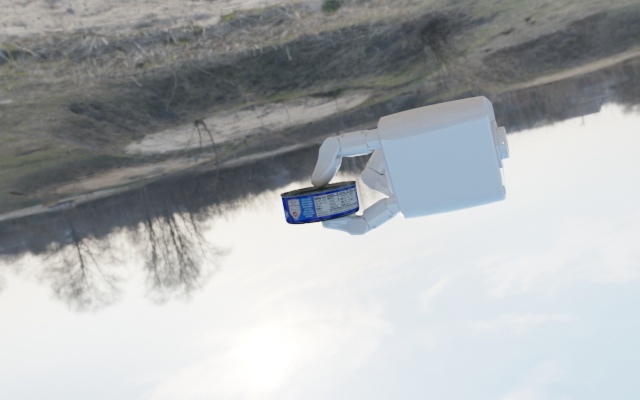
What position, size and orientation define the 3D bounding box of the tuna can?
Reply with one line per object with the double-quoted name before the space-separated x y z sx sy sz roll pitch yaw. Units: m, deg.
"tuna can" 0.000 0.002 0.531 0.086 0.034 0.086 -10 6 1
